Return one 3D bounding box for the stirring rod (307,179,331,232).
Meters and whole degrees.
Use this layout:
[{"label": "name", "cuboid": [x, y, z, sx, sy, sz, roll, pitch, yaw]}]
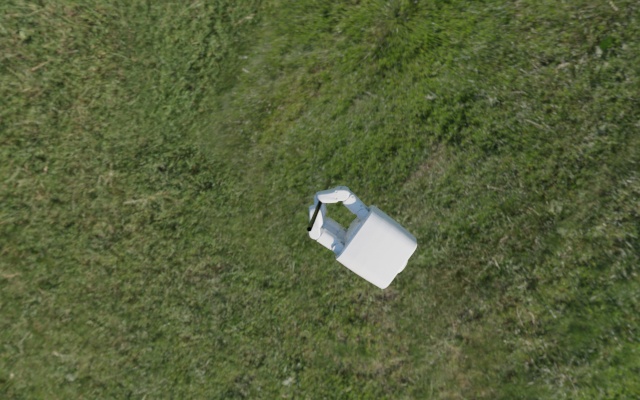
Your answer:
[{"label": "stirring rod", "cuboid": [0.000, 0.003, 0.854, 0.011, 0.011, 0.239, 0, 21, 9]}]
